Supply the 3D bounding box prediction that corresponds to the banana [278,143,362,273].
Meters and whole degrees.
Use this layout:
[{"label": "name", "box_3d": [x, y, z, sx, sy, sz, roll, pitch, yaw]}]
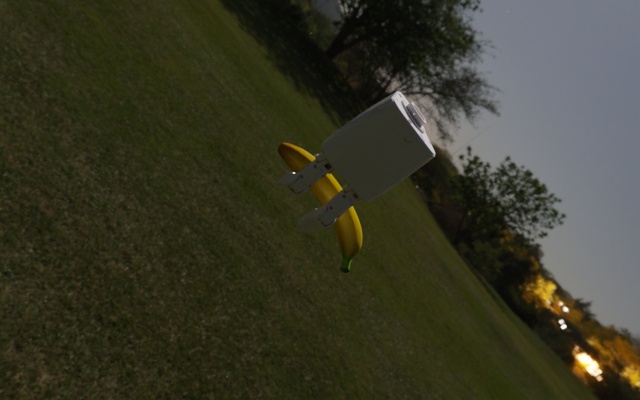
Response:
[{"label": "banana", "box_3d": [0.010, -0.001, 0.669, 0.037, 0.198, 0.069, -27, 4, 31]}]
